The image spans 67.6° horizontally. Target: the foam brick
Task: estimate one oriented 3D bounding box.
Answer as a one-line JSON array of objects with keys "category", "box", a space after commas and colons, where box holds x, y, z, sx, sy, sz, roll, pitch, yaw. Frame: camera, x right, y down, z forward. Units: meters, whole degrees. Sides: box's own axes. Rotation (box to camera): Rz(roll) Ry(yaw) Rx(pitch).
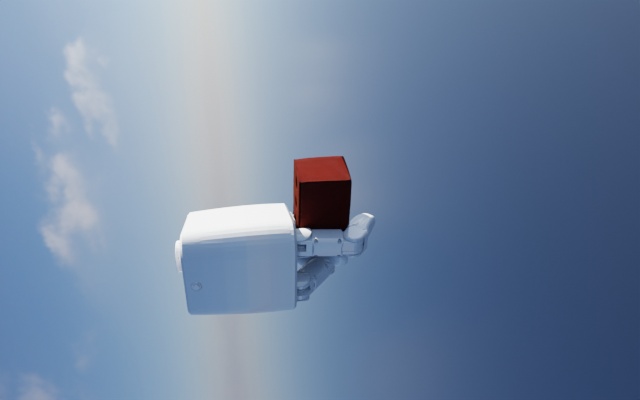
[{"category": "foam brick", "box": [0.000, 0.001, 0.478, 0.051, 0.078, 0.053, -2, 30, -7]}]
